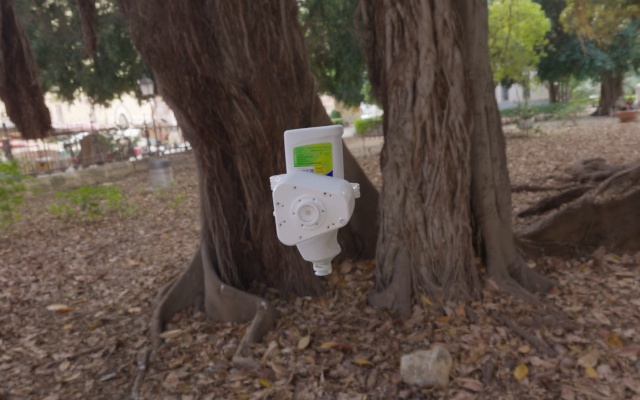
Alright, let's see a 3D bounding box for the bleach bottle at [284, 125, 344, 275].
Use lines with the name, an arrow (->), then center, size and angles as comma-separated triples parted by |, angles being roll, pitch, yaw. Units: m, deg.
bleach bottle -> 0.000, 0.003, 0.811 | 0.102, 0.251, 0.068 | -5, 10, 7
